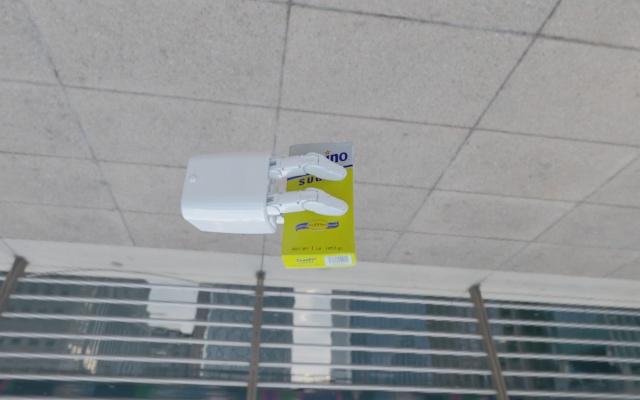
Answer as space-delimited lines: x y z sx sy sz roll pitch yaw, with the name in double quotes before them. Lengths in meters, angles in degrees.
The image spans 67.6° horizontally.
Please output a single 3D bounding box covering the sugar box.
"sugar box" 0.000 0.002 0.640 0.093 0.176 0.048 -2 -30 4
